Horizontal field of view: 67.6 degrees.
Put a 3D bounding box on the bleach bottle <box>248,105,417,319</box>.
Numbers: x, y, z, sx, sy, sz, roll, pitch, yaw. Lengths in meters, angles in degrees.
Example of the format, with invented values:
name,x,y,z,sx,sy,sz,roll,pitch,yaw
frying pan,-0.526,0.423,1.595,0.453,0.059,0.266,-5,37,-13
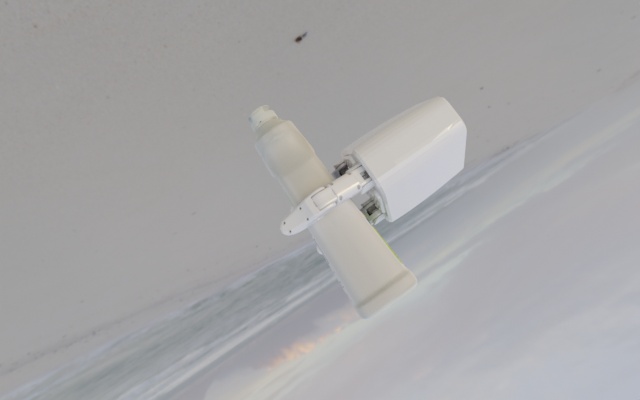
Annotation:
name,x,y,z,sx,sy,sz,roll,pitch,yaw
bleach bottle,0.000,0.002,0.509,0.068,0.251,0.102,-35,-9,-2
